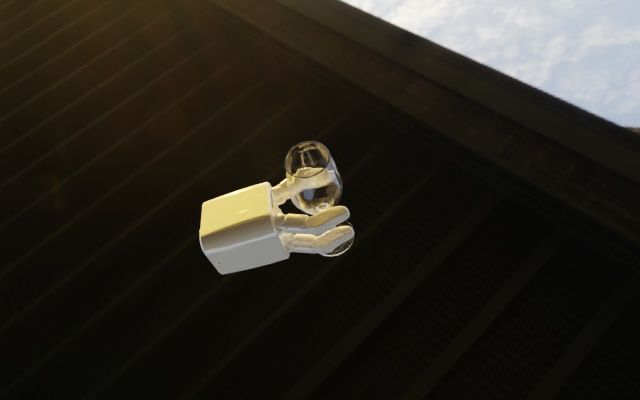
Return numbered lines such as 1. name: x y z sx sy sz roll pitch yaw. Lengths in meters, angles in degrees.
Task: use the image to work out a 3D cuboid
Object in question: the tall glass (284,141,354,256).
1. tall glass: 0.000 0.003 0.702 0.079 0.079 0.201 0 -35 13
